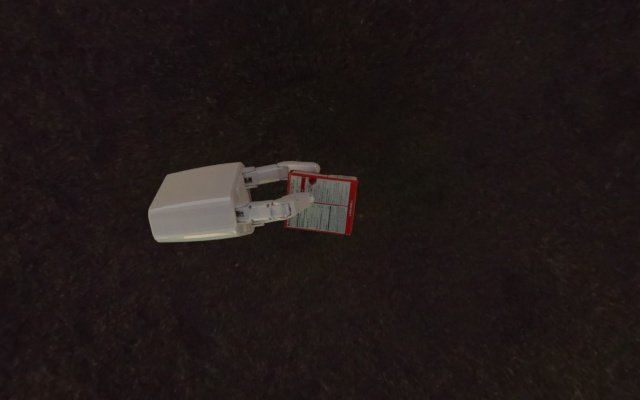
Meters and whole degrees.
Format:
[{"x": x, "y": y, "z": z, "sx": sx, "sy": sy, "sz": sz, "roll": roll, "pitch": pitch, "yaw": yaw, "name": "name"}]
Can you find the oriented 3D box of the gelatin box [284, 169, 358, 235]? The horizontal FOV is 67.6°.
[{"x": 0.000, "y": 0.002, "z": 0.618, "sx": 0.089, "sy": 0.073, "sz": 0.030, "roll": 7, "pitch": 13, "yaw": 4, "name": "gelatin box"}]
